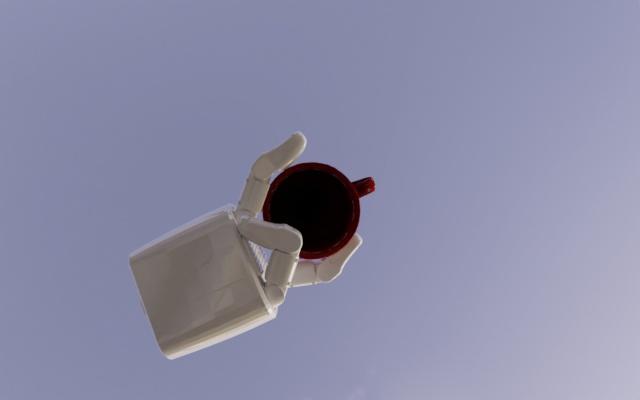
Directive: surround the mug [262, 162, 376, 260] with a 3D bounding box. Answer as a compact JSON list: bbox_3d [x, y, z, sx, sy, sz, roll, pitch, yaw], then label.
[{"bbox_3d":[0.001,0.001,0.489,0.117,0.093,0.081,-24,7,-1],"label":"mug"}]
